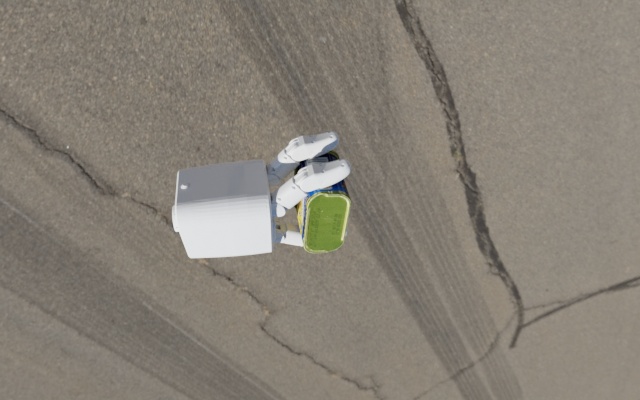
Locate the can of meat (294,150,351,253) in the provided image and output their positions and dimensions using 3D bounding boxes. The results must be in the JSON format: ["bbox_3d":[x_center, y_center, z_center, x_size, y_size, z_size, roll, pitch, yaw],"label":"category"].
[{"bbox_3d":[0.000,0.002,0.587,0.057,0.102,0.084,-3,42,-10],"label":"can of meat"}]
